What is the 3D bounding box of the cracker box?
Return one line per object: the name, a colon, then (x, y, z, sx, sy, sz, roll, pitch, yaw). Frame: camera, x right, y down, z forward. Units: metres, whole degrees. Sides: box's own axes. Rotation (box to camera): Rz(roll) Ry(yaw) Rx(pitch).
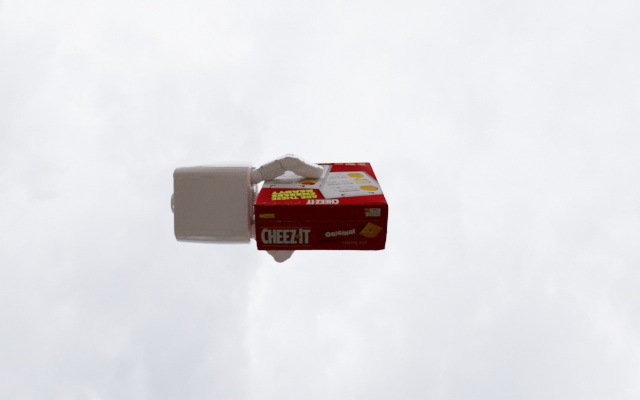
cracker box: (0.000, 0.002, 0.679, 0.164, 0.072, 0.213, -1, 18, 0)
